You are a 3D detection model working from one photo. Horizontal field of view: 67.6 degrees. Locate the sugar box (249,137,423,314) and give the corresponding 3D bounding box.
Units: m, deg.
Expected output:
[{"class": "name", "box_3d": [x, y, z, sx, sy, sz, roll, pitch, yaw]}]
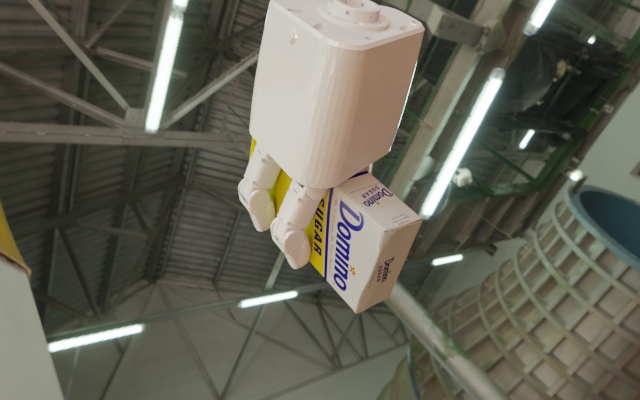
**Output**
[{"class": "sugar box", "box_3d": [0.000, 0.001, 0.412, 0.048, 0.093, 0.176, -16, 47, -33]}]
